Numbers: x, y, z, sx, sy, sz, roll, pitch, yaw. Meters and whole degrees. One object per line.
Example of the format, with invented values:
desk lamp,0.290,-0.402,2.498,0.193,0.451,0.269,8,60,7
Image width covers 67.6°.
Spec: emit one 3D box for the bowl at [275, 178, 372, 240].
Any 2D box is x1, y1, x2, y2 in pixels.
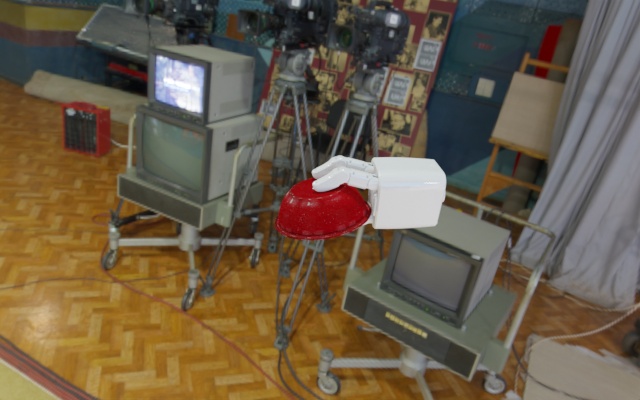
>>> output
bowl,-0.001,0.002,0.775,0.162,0.055,0.162,-8,24,4
